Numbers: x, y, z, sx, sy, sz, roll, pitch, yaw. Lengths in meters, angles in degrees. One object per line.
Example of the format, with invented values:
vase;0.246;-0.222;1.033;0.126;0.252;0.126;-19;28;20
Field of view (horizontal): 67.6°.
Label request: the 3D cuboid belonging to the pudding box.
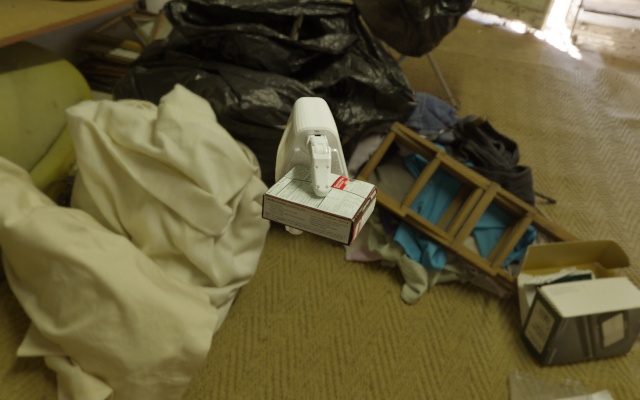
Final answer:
pudding box;0.000;0.002;0.562;0.113;0.039;0.090;15;33;18
